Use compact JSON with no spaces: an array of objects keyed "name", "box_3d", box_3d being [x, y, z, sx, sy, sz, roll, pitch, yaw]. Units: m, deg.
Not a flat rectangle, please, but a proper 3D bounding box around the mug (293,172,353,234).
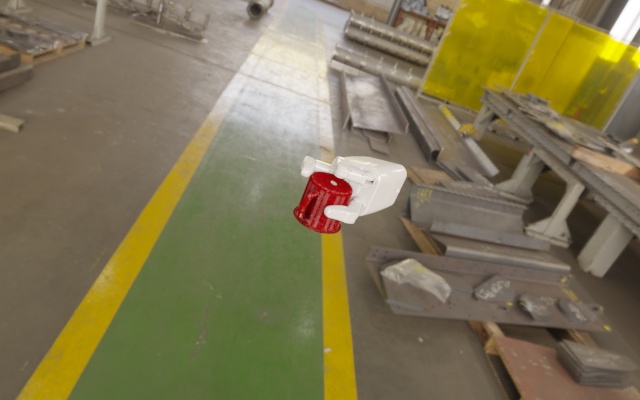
[{"name":"mug","box_3d":[-0.001,0.003,0.847,0.093,0.081,0.117,36,28,28]}]
